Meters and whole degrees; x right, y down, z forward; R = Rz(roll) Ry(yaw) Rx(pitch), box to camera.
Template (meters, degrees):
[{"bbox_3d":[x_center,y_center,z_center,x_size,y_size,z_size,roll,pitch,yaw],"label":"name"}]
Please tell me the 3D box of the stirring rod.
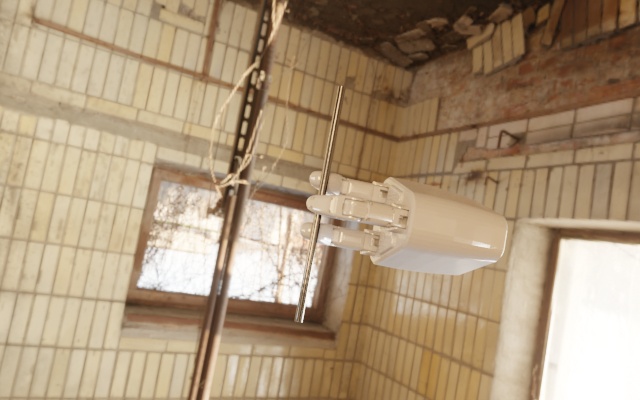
[{"bbox_3d":[0.000,0.001,0.481,0.011,0.239,0.011,10,-4,1],"label":"stirring rod"}]
